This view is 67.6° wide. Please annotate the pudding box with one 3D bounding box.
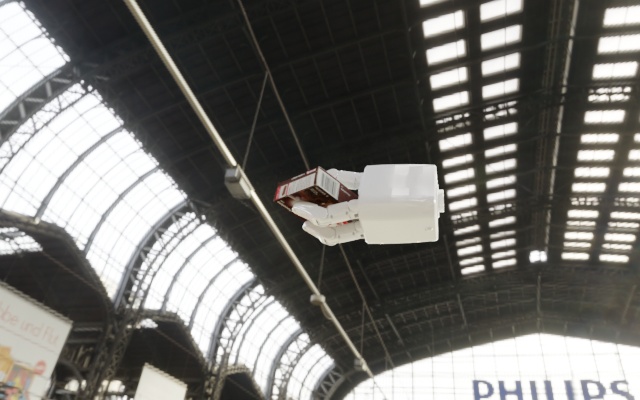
[{"bbox_3d":[0.000,0.002,0.729,0.090,0.039,0.113,-20,-45,38],"label":"pudding box"}]
